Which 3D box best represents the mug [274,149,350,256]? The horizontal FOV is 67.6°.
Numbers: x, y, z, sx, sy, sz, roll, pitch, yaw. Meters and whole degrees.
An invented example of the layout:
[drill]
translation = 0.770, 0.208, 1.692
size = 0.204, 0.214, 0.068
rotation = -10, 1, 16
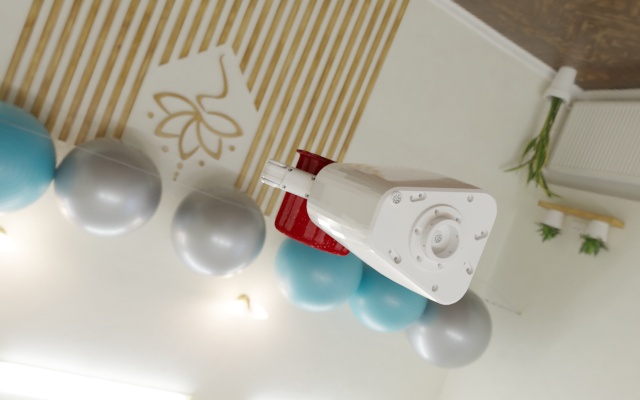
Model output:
[mug]
translation = -0.001, 0.002, 0.487
size = 0.093, 0.081, 0.117
rotation = 21, 2, -25
